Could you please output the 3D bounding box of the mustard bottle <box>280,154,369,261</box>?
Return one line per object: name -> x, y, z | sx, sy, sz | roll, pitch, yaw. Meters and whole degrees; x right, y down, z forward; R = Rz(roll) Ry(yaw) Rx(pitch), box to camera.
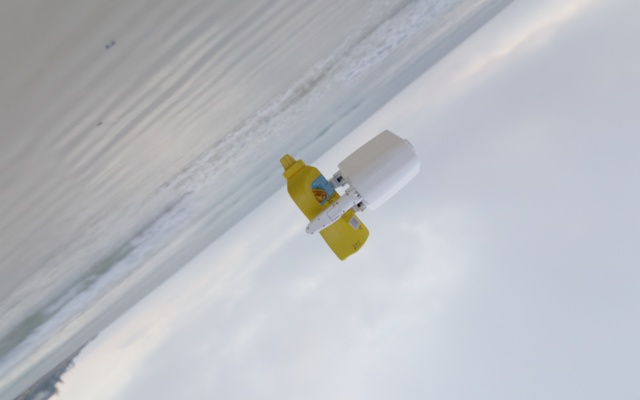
mustard bottle -> 0.000, 0.003, 0.785 | 0.058, 0.191, 0.096 | -36, 5, 28
